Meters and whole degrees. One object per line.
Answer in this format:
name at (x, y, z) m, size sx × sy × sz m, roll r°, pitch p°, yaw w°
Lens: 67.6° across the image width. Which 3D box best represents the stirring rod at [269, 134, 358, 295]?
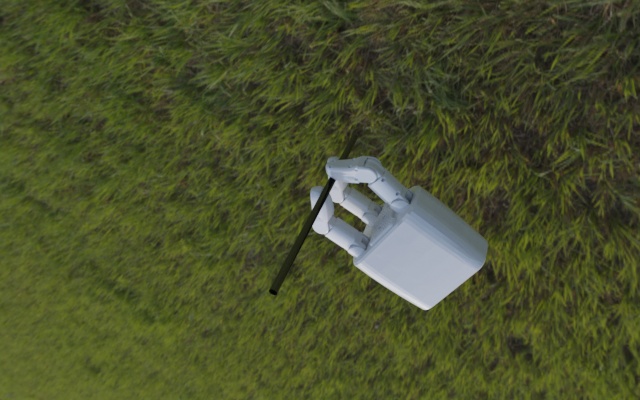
stirring rod at (0.000, 0.002, 0.498) m, size 0.011 × 0.011 × 0.239 m, roll 0°, pitch 41°, yaw 27°
